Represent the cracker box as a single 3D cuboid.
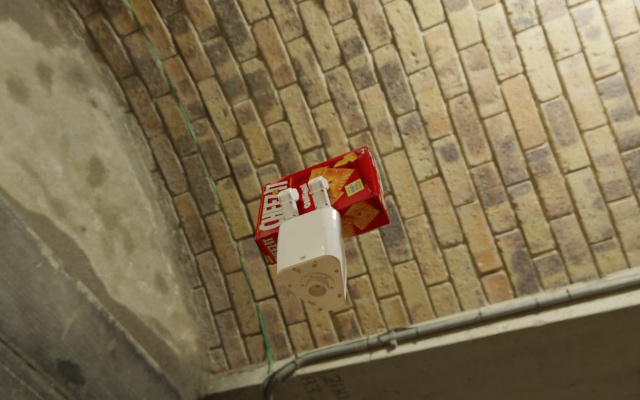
[{"bbox_3d":[0.000,0.003,0.821,0.214,0.072,0.164,-20,33,13],"label":"cracker box"}]
